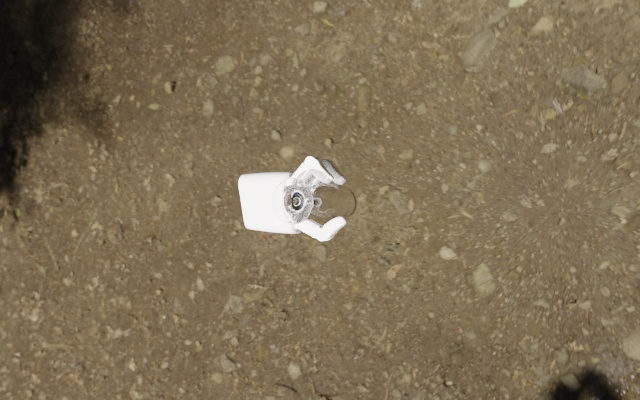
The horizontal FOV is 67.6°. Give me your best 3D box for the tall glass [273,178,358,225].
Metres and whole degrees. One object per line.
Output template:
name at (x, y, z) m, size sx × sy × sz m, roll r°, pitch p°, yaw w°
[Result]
tall glass at (0.000, 0.003, 0.843) m, size 0.079 × 0.079 × 0.201 m, roll 0°, pitch -1°, yaw 27°
